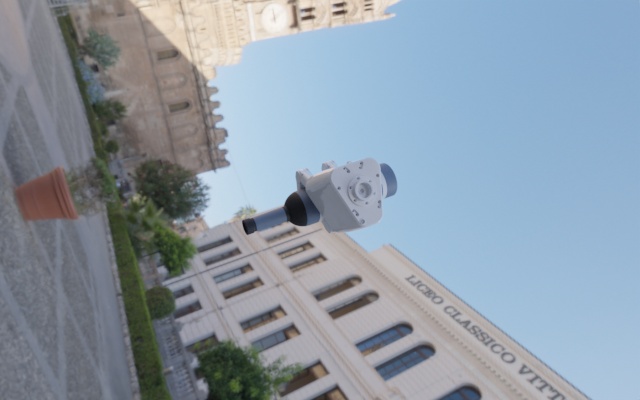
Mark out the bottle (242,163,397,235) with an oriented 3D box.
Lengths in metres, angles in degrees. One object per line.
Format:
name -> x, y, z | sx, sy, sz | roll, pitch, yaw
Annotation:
bottle -> 0.000, 0.003, 0.869 | 0.295, 0.069, 0.069 | -19, 7, -22
